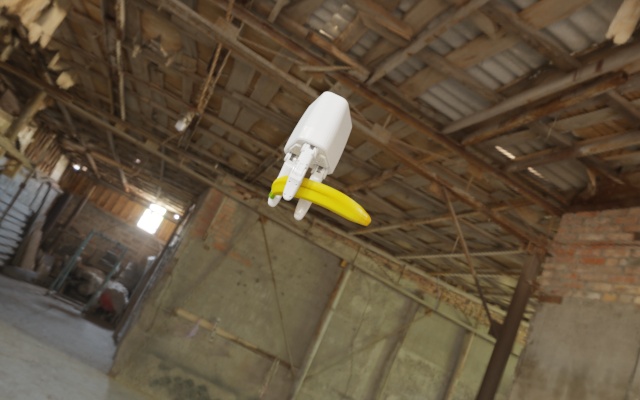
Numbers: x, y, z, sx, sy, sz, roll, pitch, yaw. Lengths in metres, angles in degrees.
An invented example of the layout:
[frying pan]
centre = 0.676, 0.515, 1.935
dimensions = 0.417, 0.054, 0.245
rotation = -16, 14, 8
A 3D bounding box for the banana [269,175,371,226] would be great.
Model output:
[banana]
centre = -0.007, -0.007, 0.820
dimensions = 0.198, 0.037, 0.070
rotation = 17, -22, 21
